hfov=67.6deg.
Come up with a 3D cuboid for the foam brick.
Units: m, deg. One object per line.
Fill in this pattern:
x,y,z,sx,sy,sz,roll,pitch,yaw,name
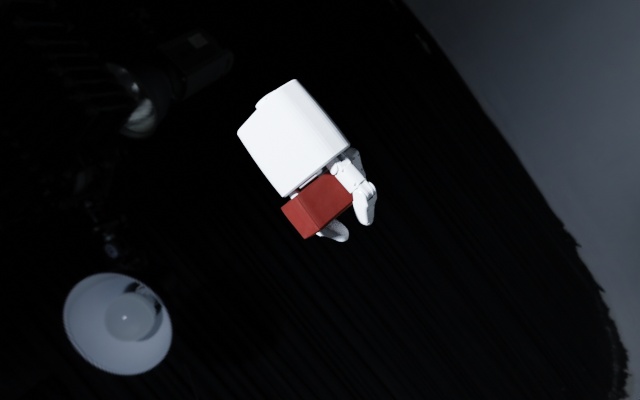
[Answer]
0.000,0.002,0.594,0.078,0.051,0.053,-39,3,-31,foam brick
